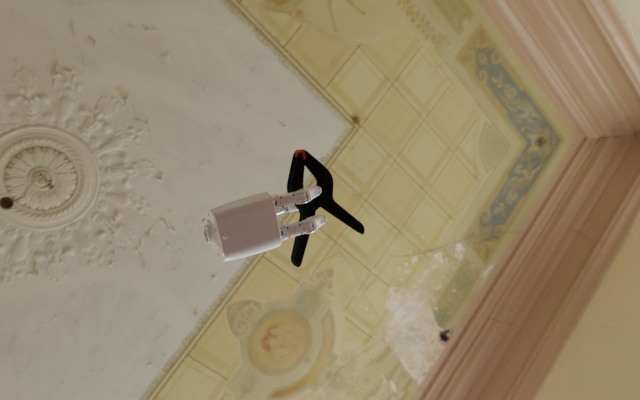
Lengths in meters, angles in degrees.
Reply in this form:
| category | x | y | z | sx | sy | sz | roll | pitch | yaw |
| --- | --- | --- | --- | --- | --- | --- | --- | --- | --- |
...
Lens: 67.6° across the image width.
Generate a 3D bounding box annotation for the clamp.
| category | x | y | z | sx | sy | sz | roll | pitch | yaw |
| --- | --- | --- | --- | --- | --- | --- | --- | --- | --- |
| clamp | -0.001 | 0.002 | 0.899 | 0.164 | 0.210 | 0.036 | -17 | 12 | -28 |
